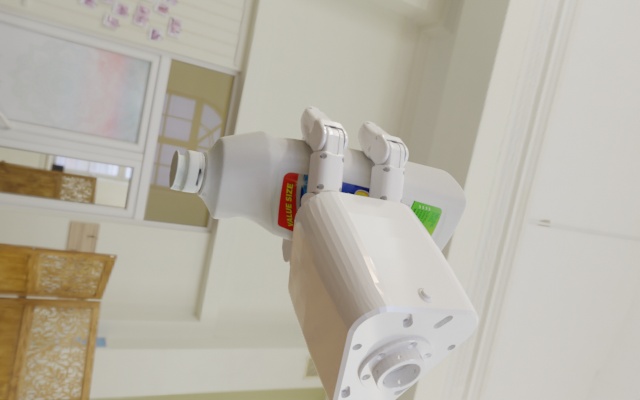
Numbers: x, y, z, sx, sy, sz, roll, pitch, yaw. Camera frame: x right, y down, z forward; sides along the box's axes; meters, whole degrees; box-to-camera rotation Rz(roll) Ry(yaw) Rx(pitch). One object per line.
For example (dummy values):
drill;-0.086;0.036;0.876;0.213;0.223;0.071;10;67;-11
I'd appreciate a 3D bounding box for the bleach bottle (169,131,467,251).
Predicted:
bleach bottle;0.000;0.001;0.408;0.251;0.103;0.068;9;33;-27
